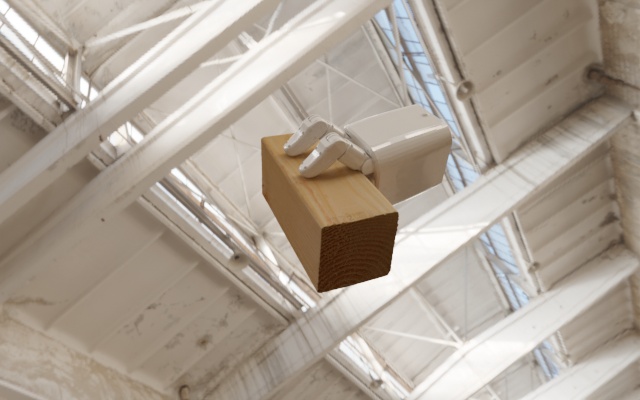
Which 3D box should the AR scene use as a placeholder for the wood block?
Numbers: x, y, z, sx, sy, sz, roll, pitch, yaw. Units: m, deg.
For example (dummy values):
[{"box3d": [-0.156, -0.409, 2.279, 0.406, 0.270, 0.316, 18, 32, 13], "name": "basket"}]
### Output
[{"box3d": [0.000, 0.002, 0.574, 0.090, 0.091, 0.206, -11, 35, -19], "name": "wood block"}]
